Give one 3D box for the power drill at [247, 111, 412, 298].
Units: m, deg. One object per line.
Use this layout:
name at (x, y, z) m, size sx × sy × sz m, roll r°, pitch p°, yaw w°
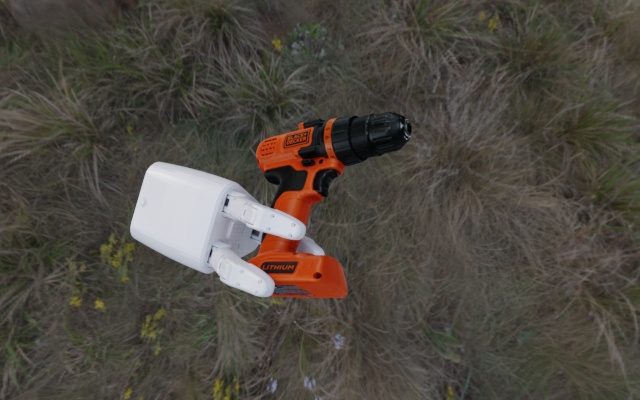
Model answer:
power drill at (0.000, 0.002, 0.483) m, size 0.184 × 0.187 × 0.057 m, roll -9°, pitch -32°, yaw 35°
